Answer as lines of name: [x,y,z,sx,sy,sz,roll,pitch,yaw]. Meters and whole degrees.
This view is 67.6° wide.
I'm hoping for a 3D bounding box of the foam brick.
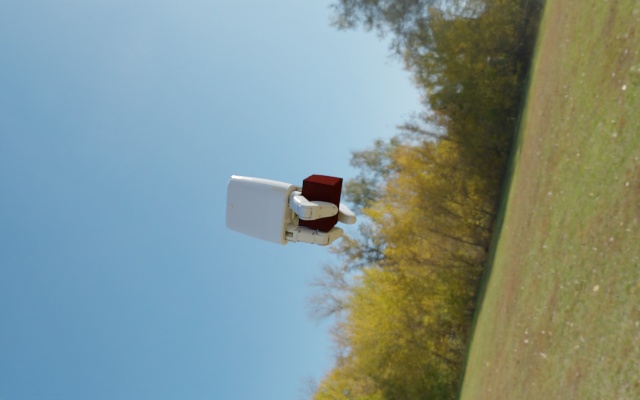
foam brick: [0.000,0.002,0.750,0.051,0.078,0.053,12,17,17]
